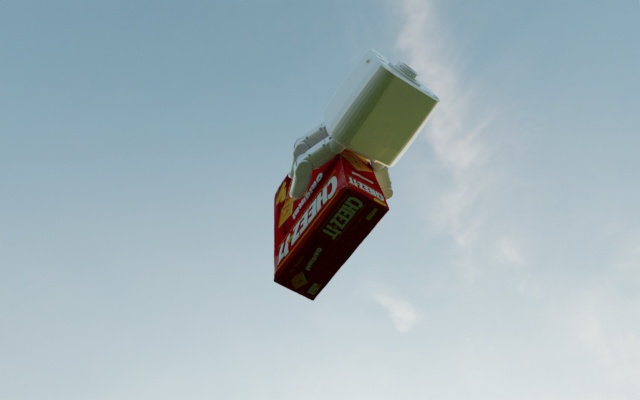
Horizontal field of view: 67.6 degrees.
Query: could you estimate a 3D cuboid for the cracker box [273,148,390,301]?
[{"bbox_3d":[0.000,0.002,0.660,0.072,0.164,0.213,28,24,-19],"label":"cracker box"}]
